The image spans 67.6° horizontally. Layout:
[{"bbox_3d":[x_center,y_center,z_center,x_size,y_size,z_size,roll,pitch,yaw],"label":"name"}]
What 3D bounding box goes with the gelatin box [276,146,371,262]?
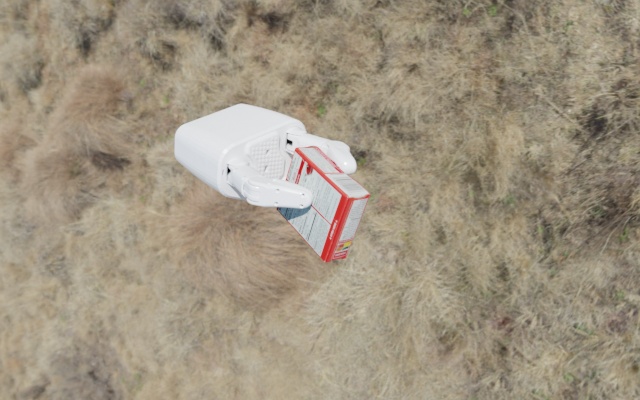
[{"bbox_3d":[0.000,0.002,0.446,0.030,0.073,0.089,-8,39,-38],"label":"gelatin box"}]
